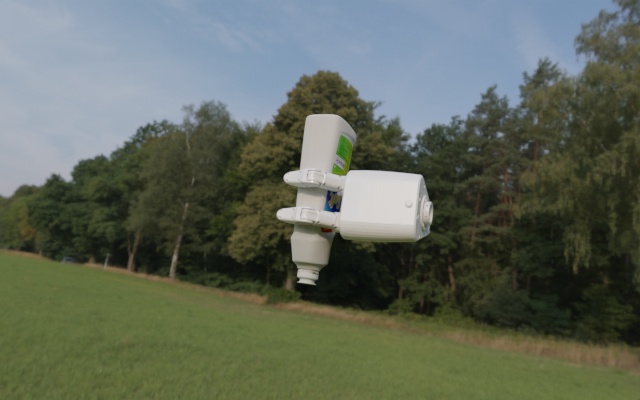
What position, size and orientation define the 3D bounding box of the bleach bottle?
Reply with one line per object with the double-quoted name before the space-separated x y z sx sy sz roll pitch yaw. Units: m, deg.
"bleach bottle" 0.000 0.002 0.729 0.068 0.250 0.102 3 -13 22
